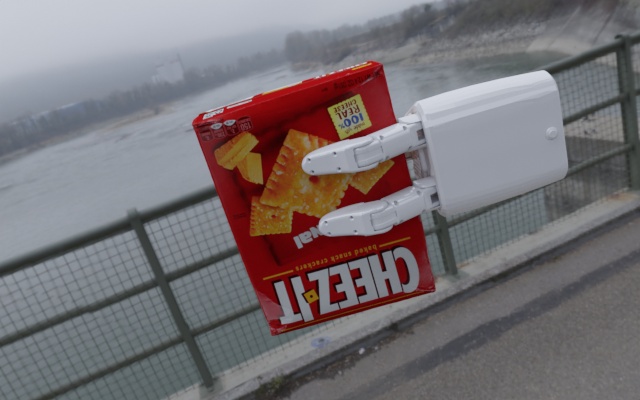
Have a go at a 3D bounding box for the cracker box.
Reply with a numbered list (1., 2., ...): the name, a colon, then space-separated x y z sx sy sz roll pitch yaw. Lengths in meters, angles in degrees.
1. cracker box: 0.000 0.001 0.436 0.164 0.214 0.072 -16 18 3
